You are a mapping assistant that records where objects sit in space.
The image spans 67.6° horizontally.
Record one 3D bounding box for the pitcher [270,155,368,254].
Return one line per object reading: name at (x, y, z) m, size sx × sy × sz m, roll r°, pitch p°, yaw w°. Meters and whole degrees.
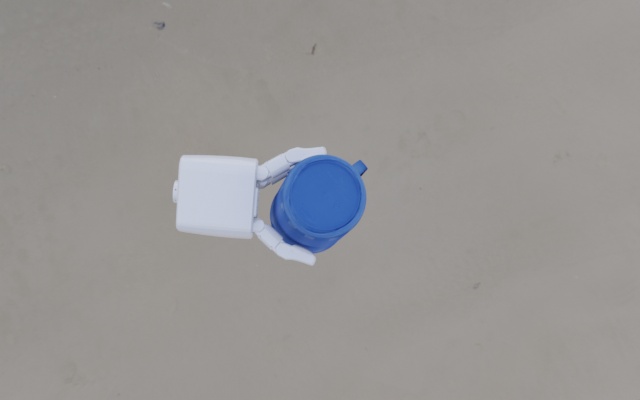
pitcher at (0.000, 0.002, 0.709) m, size 0.145 × 0.149 × 0.243 m, roll 6°, pitch -8°, yaw -6°
